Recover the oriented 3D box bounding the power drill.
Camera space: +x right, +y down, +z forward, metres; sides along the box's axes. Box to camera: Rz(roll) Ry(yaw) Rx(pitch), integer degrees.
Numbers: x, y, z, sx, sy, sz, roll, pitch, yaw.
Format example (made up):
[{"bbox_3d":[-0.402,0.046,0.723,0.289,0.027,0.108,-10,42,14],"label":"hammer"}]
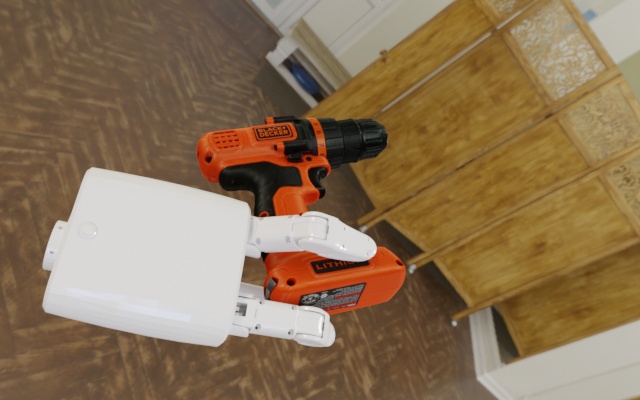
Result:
[{"bbox_3d":[0.000,0.002,0.409,0.184,0.187,0.057,-10,-39,-17],"label":"power drill"}]
